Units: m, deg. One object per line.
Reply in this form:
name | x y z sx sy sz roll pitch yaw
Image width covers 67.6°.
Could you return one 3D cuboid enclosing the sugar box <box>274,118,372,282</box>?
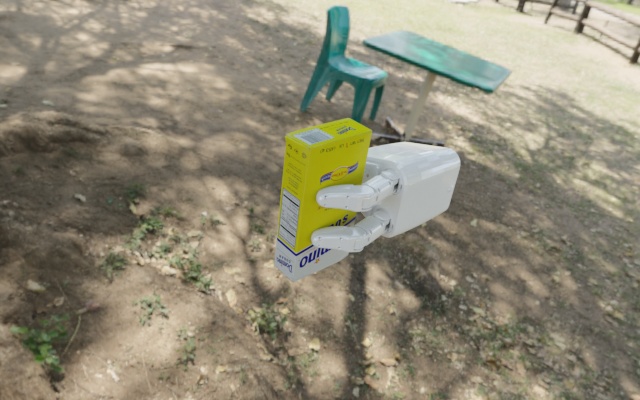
sugar box | 0.001 0.002 0.543 0.093 0.176 0.048 -20 39 -36
